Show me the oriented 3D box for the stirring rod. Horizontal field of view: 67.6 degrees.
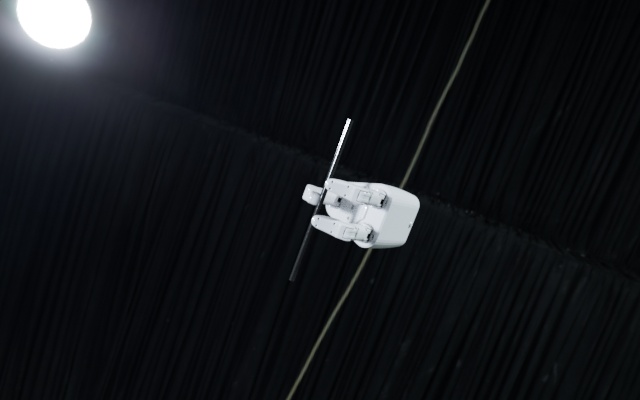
[{"bbox_3d":[0.000,0.002,0.666,0.011,0.239,0.011,20,8,-3],"label":"stirring rod"}]
